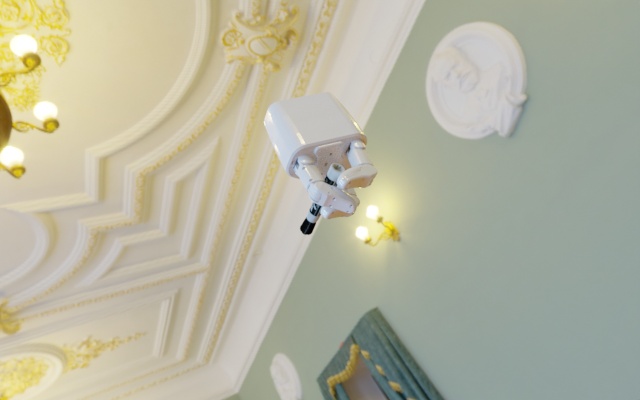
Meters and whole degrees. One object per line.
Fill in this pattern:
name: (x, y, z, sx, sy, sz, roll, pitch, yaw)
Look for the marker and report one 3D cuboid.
marker: (0.000, 0.002, 0.623, 0.020, 0.121, 0.020, 16, 39, -14)
